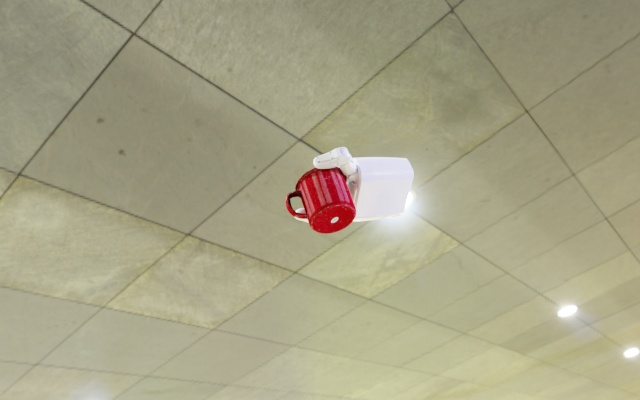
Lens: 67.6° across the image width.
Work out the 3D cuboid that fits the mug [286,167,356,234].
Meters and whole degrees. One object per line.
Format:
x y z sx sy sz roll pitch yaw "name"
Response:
-0.001 0.003 0.800 0.117 0.081 0.093 -6 -39 -17 "mug"
